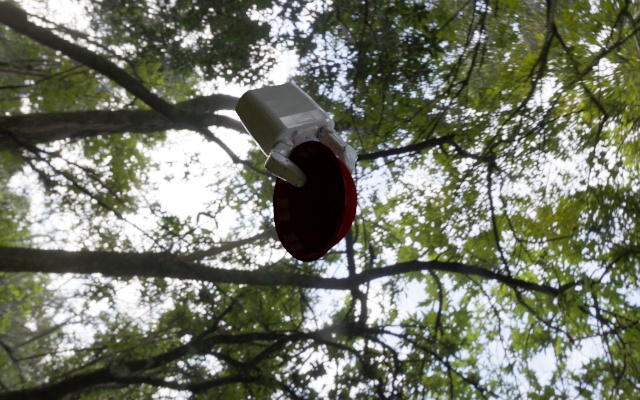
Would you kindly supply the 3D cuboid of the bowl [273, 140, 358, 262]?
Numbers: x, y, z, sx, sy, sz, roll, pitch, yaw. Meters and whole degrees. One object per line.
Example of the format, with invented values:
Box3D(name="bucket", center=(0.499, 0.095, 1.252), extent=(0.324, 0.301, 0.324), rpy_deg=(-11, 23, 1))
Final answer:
Box3D(name="bowl", center=(0.001, 0.003, 0.649), extent=(0.055, 0.162, 0.162), rpy_deg=(4, -3, -38))
